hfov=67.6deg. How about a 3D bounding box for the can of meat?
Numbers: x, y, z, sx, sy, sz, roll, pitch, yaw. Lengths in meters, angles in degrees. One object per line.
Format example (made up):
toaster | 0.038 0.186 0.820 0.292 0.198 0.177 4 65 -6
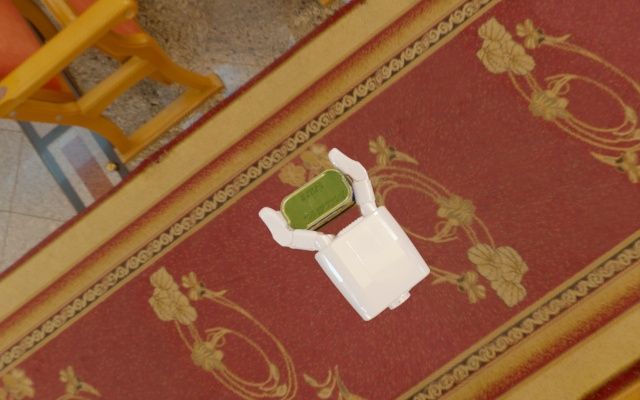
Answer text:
can of meat | 0.000 0.002 0.659 0.102 0.057 0.084 -34 -8 6
